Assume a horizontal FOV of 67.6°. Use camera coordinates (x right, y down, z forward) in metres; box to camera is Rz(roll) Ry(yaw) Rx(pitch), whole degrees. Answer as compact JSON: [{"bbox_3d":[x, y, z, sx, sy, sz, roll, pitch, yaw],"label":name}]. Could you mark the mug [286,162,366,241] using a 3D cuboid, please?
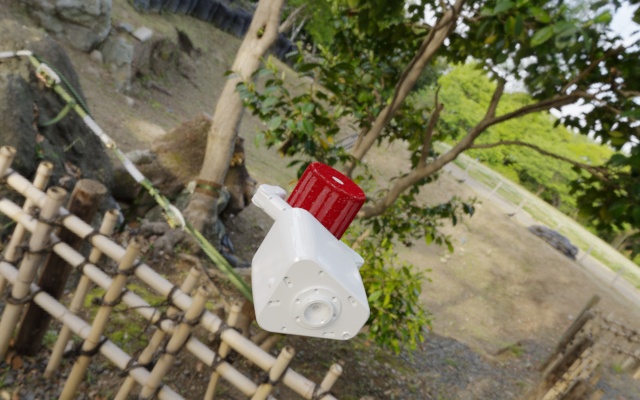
[{"bbox_3d":[0.000,0.001,0.599,0.093,0.081,0.117,26,18,-21],"label":"mug"}]
